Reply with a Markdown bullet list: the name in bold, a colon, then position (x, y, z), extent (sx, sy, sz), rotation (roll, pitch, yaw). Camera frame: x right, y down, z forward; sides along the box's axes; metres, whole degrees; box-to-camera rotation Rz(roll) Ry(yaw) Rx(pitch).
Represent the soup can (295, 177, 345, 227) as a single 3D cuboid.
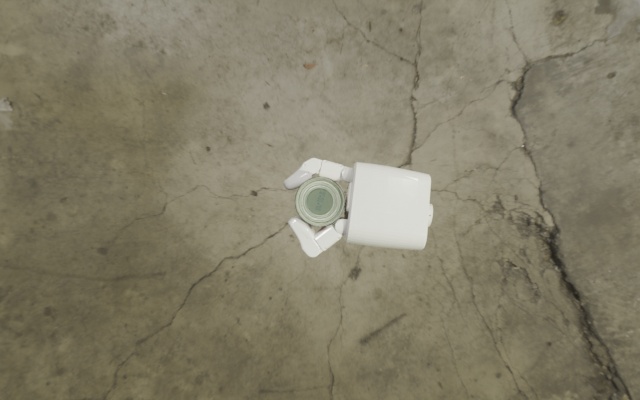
- **soup can**: position (0.000, 0.002, 0.669), extent (0.068, 0.068, 0.102), rotation (0, 0, 1)
